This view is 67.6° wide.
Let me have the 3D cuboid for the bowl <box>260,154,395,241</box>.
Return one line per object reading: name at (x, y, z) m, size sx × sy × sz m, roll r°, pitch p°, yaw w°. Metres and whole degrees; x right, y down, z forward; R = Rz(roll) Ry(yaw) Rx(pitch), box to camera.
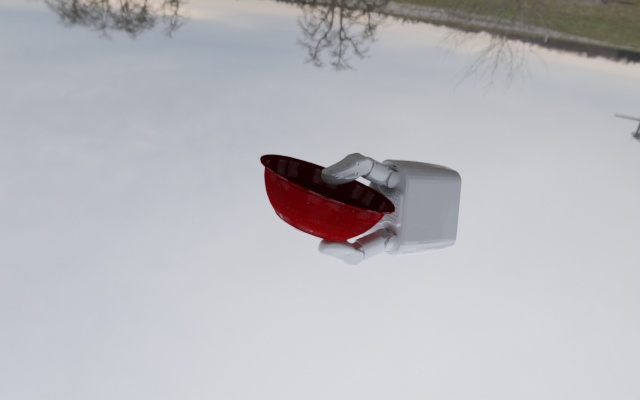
bowl at (-0.001, 0.002, 0.543) m, size 0.162 × 0.055 × 0.162 m, roll 21°, pitch 13°, yaw -5°
